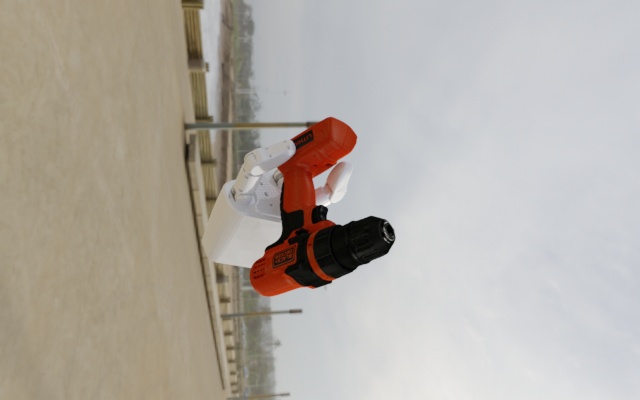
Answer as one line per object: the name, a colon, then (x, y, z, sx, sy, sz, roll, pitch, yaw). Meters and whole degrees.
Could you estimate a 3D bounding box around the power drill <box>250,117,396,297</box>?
power drill: (0.000, 0.001, 0.522, 0.184, 0.187, 0.057, -24, -43, 36)
